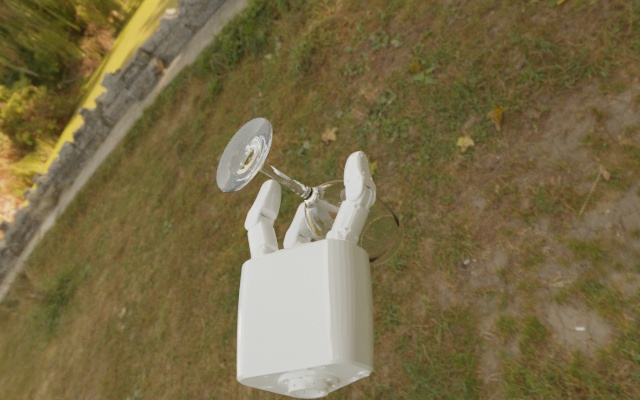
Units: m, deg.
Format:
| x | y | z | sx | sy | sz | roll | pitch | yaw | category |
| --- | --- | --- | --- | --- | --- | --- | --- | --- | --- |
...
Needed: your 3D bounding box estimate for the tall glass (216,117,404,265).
| x | y | z | sx | sy | sz | roll | pitch | yaw | category |
| --- | --- | --- | --- | --- | --- | --- | --- | --- | --- |
| 0.000 | 0.001 | 0.475 | 0.201 | 0.079 | 0.079 | 31 | -20 | -37 | tall glass |
